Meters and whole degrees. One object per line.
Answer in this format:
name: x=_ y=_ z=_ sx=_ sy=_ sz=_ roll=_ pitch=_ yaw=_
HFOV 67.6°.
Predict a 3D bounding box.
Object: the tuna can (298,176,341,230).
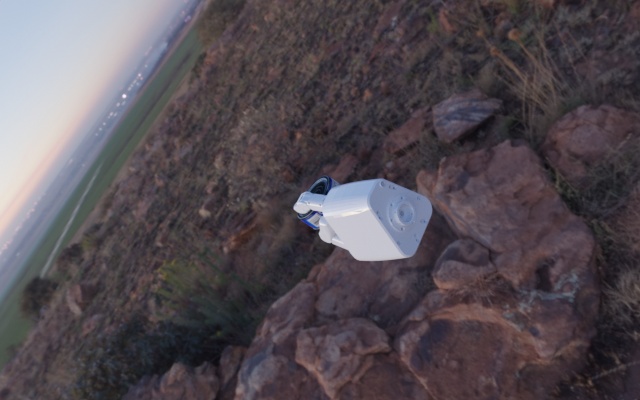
tuna can: x=0.000 y=0.002 z=0.779 sx=0.034 sy=0.086 sz=0.086 roll=34 pitch=-13 yaw=-21
